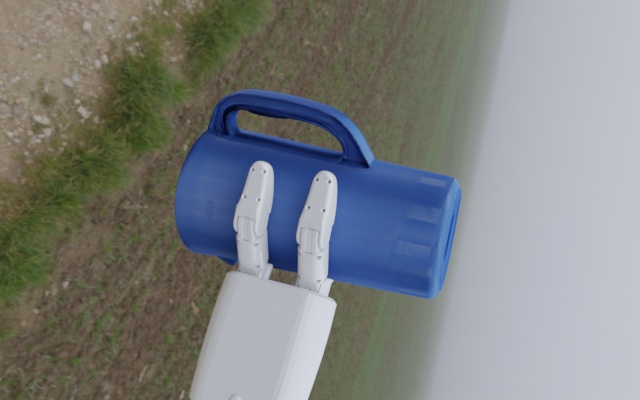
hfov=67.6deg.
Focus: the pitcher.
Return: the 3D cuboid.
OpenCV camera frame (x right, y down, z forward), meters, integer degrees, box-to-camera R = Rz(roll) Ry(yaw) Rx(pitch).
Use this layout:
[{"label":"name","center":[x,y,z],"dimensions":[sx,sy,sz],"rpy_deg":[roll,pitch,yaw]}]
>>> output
[{"label":"pitcher","center":[0.000,0.002,0.443],"dimensions":[0.243,0.145,0.149],"rpy_deg":[11,-19,18]}]
